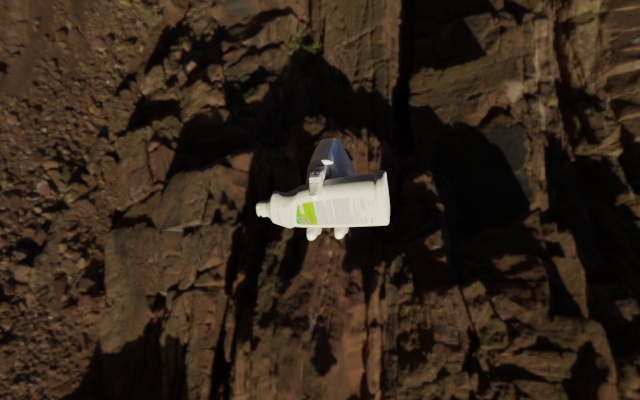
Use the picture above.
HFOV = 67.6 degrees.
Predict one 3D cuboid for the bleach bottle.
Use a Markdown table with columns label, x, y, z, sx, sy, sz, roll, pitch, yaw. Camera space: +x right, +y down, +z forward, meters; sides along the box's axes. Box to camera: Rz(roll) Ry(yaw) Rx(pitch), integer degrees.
| label | x | y | z | sx | sy | sz | roll | pitch | yaw |
| --- | --- | --- | --- | --- | --- | --- | --- | --- | --- |
| bleach bottle | 0.000 | 0.003 | 0.896 | 0.251 | 0.103 | 0.068 | -3 | 33 | 13 |
